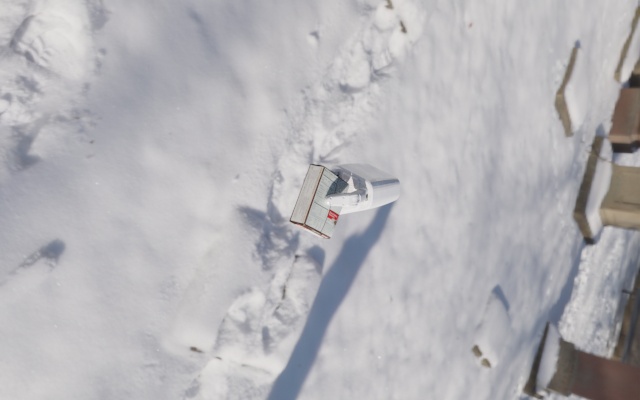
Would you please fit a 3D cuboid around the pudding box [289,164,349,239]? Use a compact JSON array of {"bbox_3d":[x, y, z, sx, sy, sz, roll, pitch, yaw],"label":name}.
[{"bbox_3d":[0.000,0.003,0.853,0.039,0.113,0.090,9,-14,38],"label":"pudding box"}]
